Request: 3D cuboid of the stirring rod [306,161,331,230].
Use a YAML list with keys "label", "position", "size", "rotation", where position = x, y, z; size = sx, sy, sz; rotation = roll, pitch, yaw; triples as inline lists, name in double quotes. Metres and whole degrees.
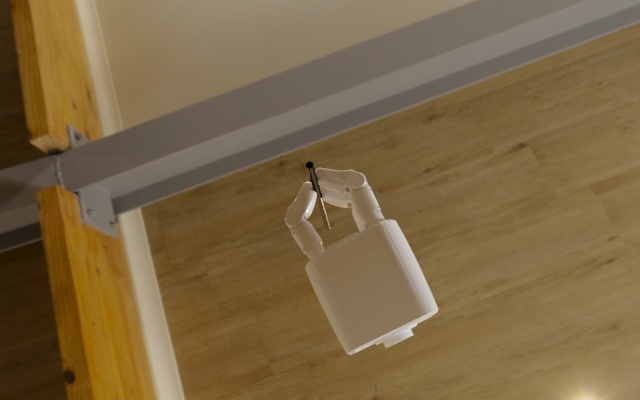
- label: "stirring rod"
  position: [0.000, 0.002, 0.602]
  size: [0.011, 0.011, 0.240]
  rotation: [0, -19, 6]
